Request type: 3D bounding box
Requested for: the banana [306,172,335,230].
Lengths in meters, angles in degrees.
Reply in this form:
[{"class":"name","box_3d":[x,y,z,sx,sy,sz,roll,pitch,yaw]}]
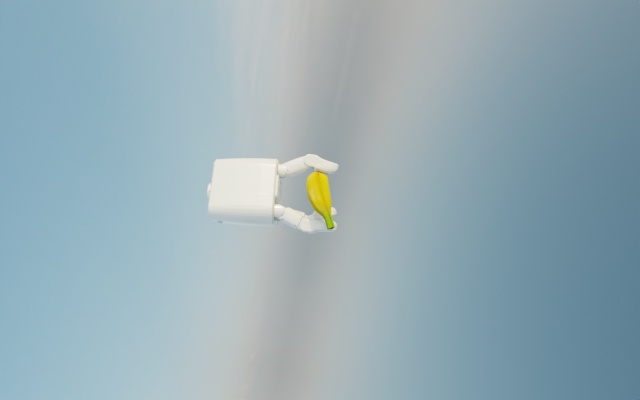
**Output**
[{"class":"banana","box_3d":[-0.002,-0.014,0.794,0.037,0.070,0.197,-8,17,1]}]
